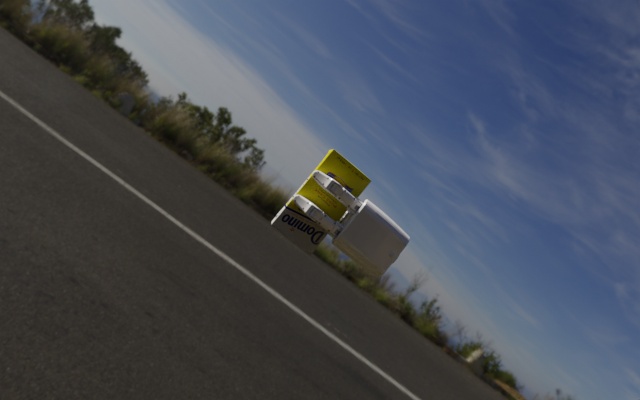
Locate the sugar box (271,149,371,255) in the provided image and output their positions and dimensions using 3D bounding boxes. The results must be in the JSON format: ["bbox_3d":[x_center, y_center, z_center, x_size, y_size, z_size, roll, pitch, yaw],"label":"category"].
[{"bbox_3d":[0.000,0.003,0.866,0.093,0.176,0.048,39,-2,-7],"label":"sugar box"}]
